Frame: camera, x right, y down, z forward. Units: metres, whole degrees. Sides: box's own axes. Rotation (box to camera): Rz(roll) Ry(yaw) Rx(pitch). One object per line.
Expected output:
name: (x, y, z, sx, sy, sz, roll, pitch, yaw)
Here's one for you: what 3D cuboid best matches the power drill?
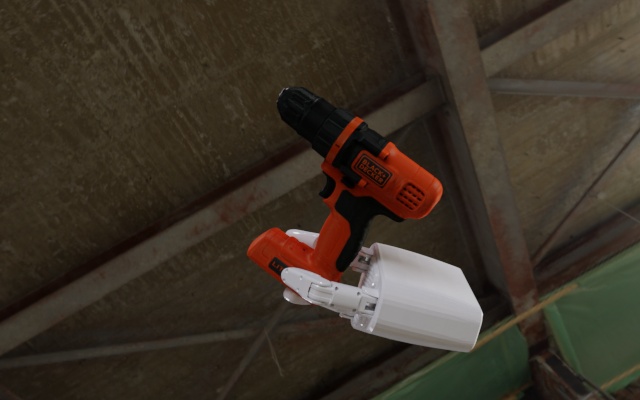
power drill: (0.000, 0.002, 0.489, 0.184, 0.188, 0.057, 37, 26, 6)
